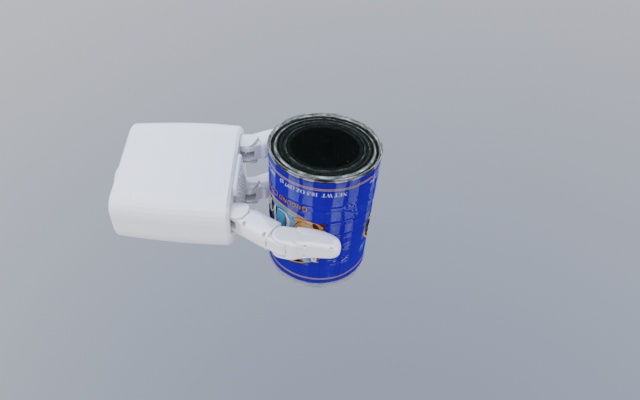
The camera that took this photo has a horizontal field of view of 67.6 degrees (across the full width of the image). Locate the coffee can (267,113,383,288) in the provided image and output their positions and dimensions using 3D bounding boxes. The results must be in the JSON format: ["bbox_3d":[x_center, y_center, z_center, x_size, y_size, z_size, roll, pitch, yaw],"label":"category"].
[{"bbox_3d":[0.000,0.002,0.466,0.103,0.140,0.102,3,42,-2],"label":"coffee can"}]
